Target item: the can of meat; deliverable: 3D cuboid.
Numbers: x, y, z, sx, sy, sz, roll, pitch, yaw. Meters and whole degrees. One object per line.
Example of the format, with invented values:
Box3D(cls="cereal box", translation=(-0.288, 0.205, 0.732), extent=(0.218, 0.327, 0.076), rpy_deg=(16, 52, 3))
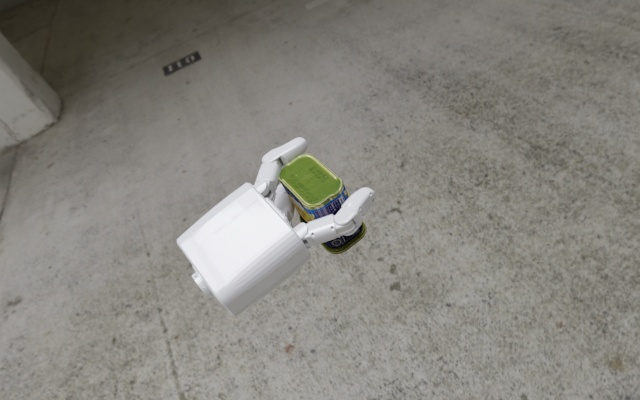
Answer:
Box3D(cls="can of meat", translation=(0.000, 0.002, 0.574), extent=(0.057, 0.084, 0.102), rpy_deg=(-36, 43, -9))
